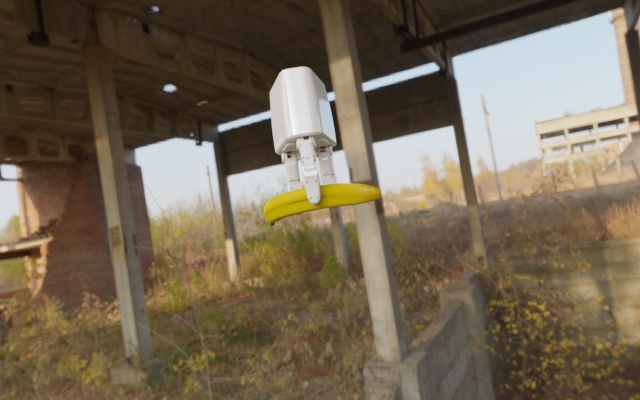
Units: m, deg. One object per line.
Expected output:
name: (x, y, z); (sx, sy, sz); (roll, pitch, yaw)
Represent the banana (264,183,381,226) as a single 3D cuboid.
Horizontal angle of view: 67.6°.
banana: (-0.011, 0.001, 0.717); (0.198, 0.037, 0.069); (-13, -13, 23)
